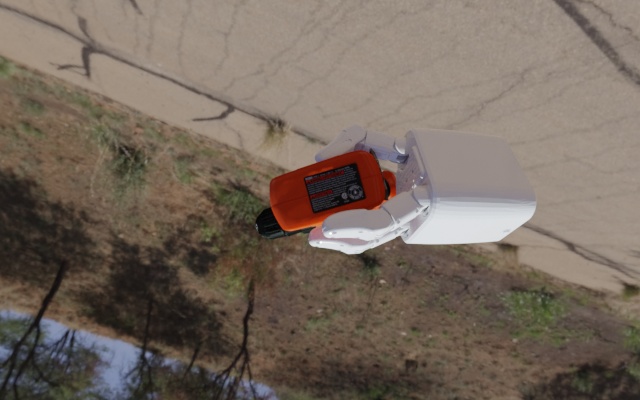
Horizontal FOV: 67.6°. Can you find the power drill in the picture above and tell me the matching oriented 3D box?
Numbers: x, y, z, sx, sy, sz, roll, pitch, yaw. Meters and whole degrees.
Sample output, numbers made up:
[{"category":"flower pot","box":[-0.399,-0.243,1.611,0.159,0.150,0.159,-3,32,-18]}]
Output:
[{"category":"power drill","box":[0.000,0.002,0.522,0.184,0.057,0.187,-18,-5,5]}]
